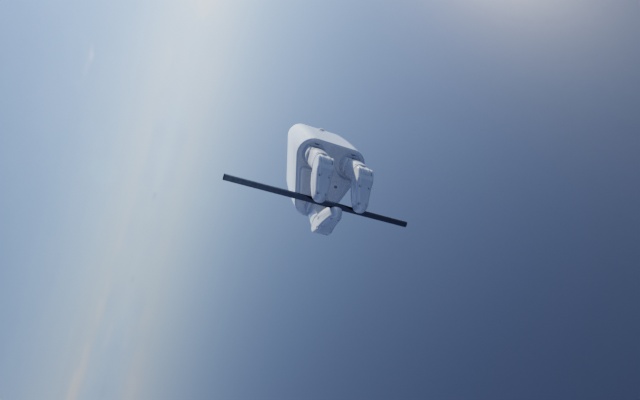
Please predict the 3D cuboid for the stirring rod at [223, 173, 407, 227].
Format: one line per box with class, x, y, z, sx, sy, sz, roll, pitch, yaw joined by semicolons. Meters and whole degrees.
stirring rod;0.000;0.002;0.580;0.239;0.011;0.011;15;-5;-19
